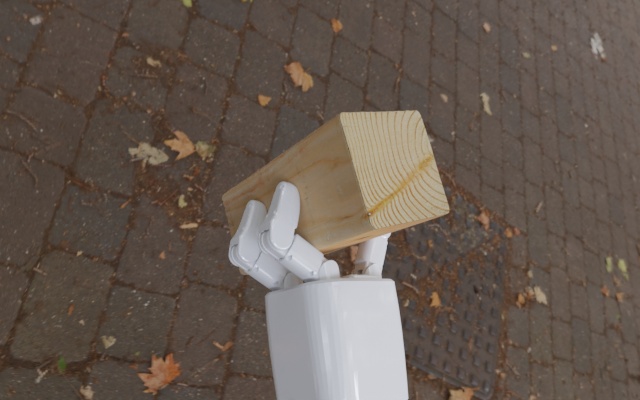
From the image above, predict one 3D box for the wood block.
[{"bbox_3d":[0.000,0.002,0.438,0.091,0.090,0.206,-9,-10,-38],"label":"wood block"}]
